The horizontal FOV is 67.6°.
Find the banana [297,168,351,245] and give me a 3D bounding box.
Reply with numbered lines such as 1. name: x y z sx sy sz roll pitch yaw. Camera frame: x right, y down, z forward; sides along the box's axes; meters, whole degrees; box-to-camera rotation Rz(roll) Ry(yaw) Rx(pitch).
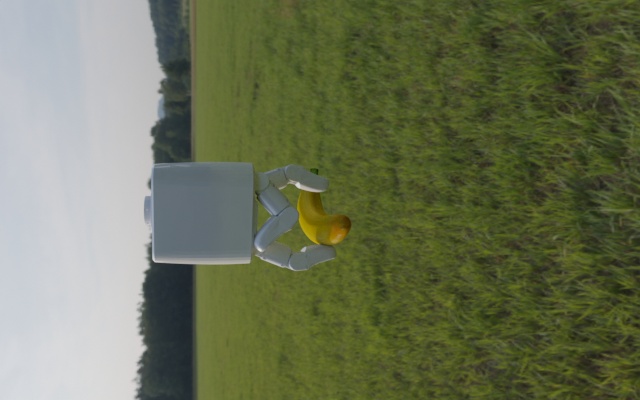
1. banana: -0.002 0.018 0.610 0.037 0.070 0.197 1 21 -14
